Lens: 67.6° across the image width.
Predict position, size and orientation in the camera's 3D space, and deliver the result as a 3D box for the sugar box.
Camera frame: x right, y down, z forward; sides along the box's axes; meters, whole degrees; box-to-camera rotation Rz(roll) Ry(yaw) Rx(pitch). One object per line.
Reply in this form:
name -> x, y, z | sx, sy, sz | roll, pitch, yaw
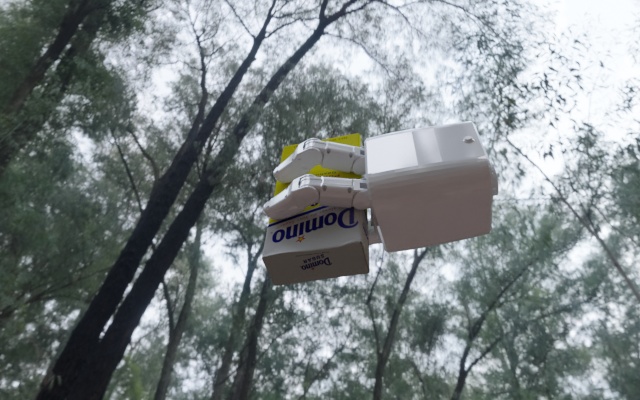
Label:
sugar box -> 0.000, 0.001, 0.486 | 0.093, 0.048, 0.176 | -10, 36, 11
